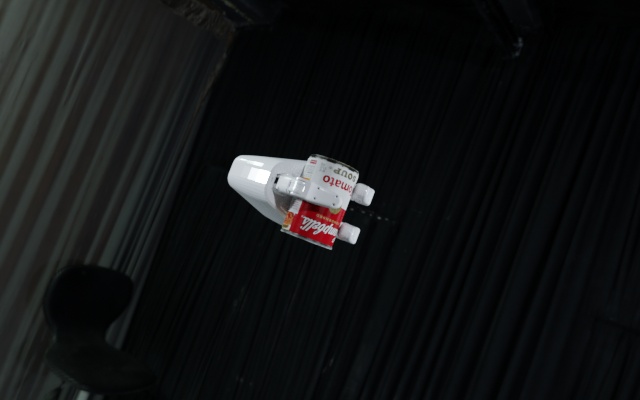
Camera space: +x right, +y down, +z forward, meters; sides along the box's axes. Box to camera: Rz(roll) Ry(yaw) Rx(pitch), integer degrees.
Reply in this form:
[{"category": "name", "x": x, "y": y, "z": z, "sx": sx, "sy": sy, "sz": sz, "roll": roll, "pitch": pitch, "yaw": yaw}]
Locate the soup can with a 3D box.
[{"category": "soup can", "x": 0.000, "y": 0.002, "z": 0.595, "sx": 0.068, "sy": 0.102, "sz": 0.068, "roll": 21, "pitch": -4, "yaw": 1}]
